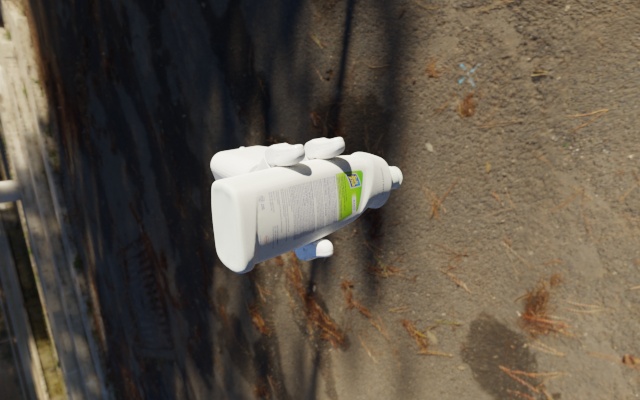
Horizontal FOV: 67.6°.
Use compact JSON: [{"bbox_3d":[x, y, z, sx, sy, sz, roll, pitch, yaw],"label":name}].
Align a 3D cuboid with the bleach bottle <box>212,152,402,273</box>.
[{"bbox_3d":[0.000,0.002,0.567,0.251,0.102,0.068,-14,22,-35],"label":"bleach bottle"}]
